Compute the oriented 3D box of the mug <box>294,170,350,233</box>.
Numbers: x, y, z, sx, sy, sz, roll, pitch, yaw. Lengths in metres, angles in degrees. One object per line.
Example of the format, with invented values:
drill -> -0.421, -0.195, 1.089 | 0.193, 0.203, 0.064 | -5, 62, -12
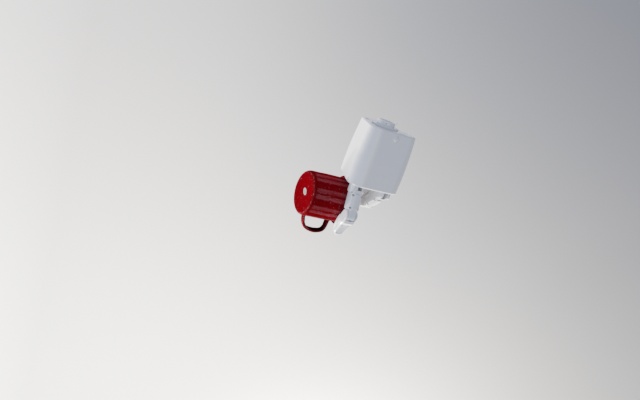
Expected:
mug -> -0.001, 0.004, 0.865 | 0.081, 0.117, 0.093 | 12, 18, -29
